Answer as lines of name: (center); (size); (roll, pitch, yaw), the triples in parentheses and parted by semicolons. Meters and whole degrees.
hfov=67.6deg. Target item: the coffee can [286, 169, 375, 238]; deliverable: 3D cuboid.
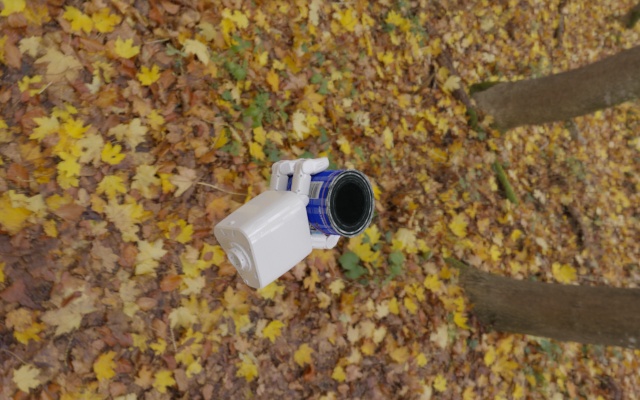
coffee can: (0.000, 0.002, 0.759); (0.103, 0.103, 0.140); (0, 1, -42)
